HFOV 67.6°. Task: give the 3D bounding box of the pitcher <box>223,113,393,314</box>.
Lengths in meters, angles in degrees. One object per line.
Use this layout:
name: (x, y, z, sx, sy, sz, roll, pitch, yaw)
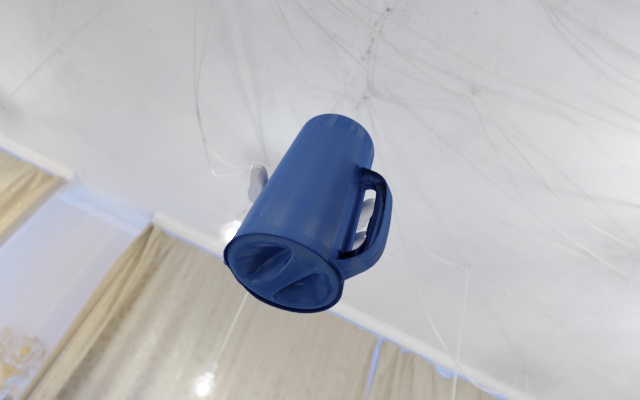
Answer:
pitcher: (0.000, 0.002, 0.575, 0.149, 0.242, 0.145, 25, -42, -3)
